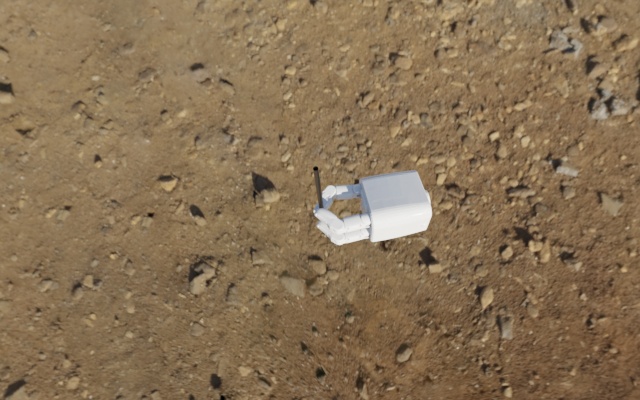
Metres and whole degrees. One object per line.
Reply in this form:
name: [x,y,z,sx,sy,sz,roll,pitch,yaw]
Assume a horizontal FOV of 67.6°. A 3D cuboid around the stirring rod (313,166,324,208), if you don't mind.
stirring rod: [0.000,0.003,0.813,0.011,0.011,0.240,0,-24,4]
